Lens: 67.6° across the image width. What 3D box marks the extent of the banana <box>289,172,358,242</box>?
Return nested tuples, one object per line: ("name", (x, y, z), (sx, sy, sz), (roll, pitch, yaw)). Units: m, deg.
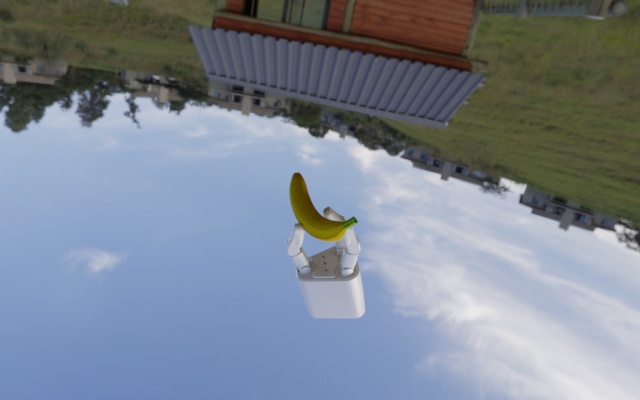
("banana", (-0.011, 0.018, 0.808), (0.197, 0.069, 0.037), (40, -4, 47))
